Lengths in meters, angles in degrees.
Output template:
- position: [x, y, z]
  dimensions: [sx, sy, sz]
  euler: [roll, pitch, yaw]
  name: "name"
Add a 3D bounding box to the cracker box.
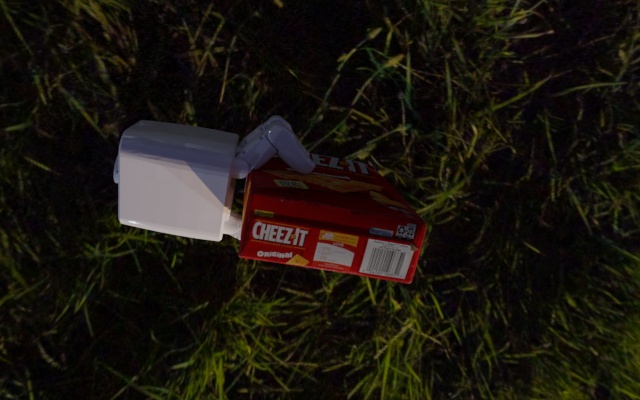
- position: [0.000, 0.002, 0.517]
  dimensions: [0.164, 0.072, 0.213]
  euler: [10, 17, -10]
  name: "cracker box"
